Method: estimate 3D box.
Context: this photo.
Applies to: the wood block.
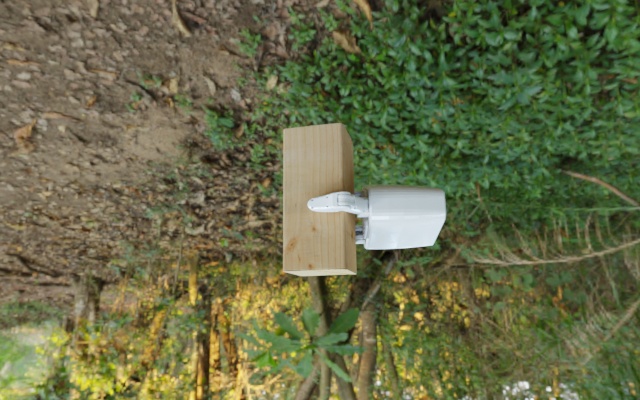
[{"bbox_3d":[0.000,0.002,0.698,0.090,0.206,0.091,-4,-13,13],"label":"wood block"}]
